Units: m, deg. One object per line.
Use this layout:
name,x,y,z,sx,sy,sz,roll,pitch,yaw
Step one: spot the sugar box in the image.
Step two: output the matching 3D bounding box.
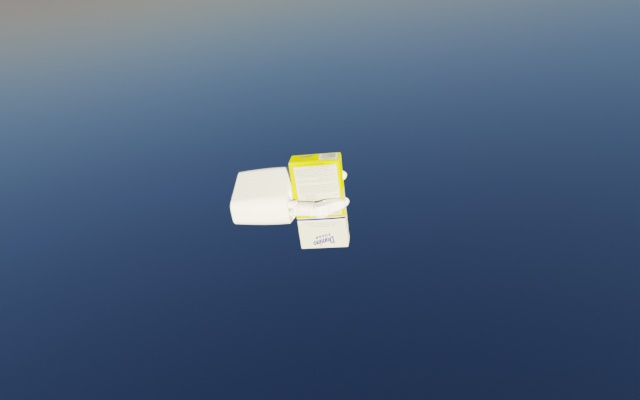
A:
sugar box,0.000,0.003,0.881,0.093,0.176,0.048,-3,28,8
